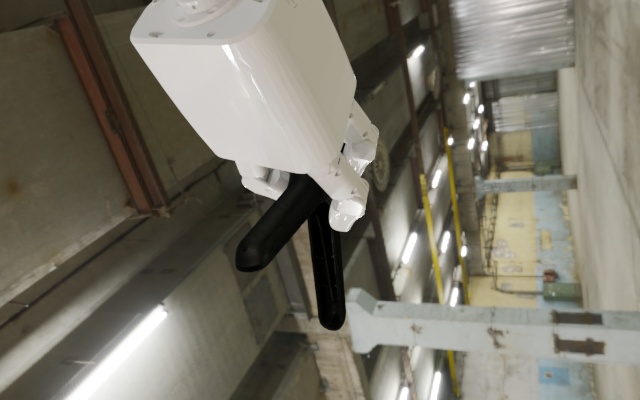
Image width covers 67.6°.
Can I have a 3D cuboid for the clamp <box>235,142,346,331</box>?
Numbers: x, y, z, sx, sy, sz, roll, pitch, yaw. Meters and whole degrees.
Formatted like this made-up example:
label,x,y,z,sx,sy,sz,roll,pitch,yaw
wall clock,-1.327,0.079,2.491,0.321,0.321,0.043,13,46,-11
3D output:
label,x,y,z,sx,sy,sz,roll,pitch,yaw
clamp,-0.001,0.001,0.416,0.036,0.209,0.165,-2,-35,23
